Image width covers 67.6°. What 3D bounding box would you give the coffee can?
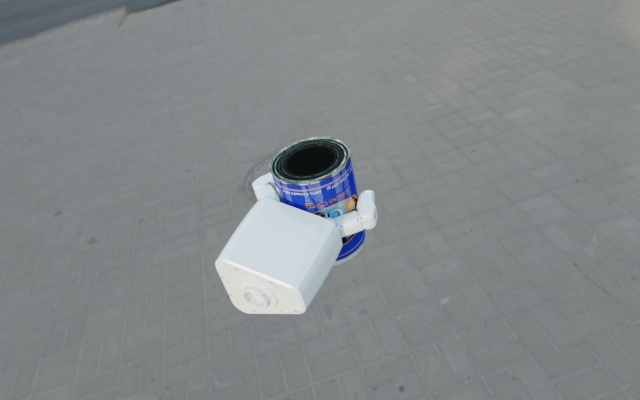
[{"bbox_3d":[0.000,0.002,0.629,0.103,0.140,0.102,-9,37,7],"label":"coffee can"}]
